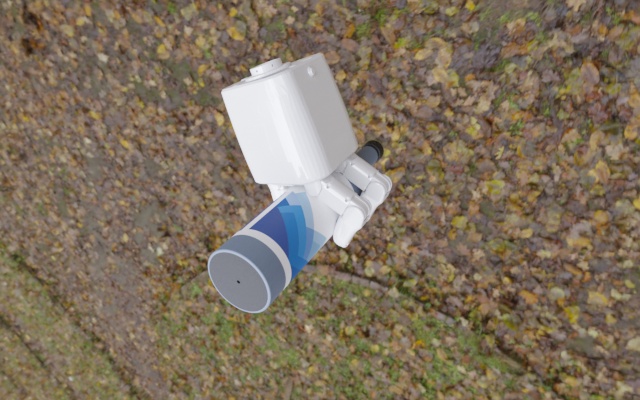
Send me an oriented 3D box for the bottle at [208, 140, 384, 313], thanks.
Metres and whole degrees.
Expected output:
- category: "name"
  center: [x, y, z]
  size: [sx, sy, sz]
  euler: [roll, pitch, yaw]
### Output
- category: "bottle"
  center: [0.000, 0.002, 0.517]
  size: [0.069, 0.069, 0.295]
  euler: [0, 28, 33]
